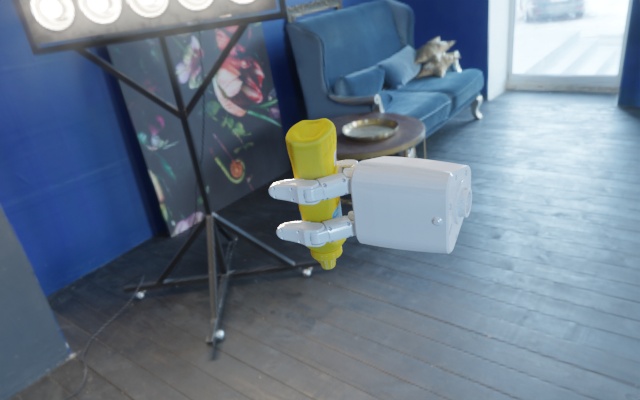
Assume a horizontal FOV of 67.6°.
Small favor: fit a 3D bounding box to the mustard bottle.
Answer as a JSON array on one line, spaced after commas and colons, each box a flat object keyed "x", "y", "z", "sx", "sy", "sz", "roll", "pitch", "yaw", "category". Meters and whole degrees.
[{"x": 0.000, "y": 0.002, "z": 0.595, "sx": 0.058, "sy": 0.192, "sz": 0.096, "roll": -5, "pitch": 26, "yaw": 6, "category": "mustard bottle"}]
